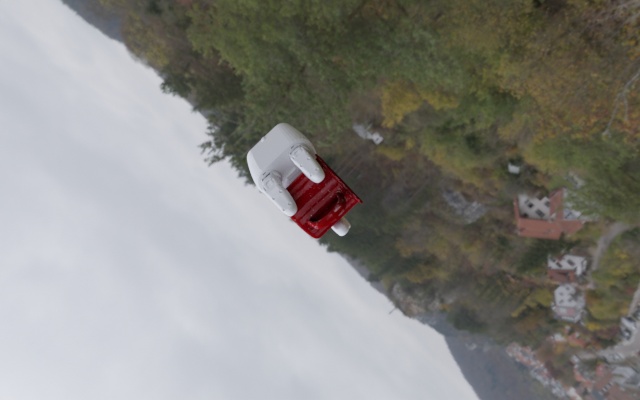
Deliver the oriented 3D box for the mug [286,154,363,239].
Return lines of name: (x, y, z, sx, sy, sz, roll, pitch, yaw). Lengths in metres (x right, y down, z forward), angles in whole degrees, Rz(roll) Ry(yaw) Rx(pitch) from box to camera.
mug: (0.000, 0.003, 0.637, 0.093, 0.081, 0.117, 44, 5, -28)
